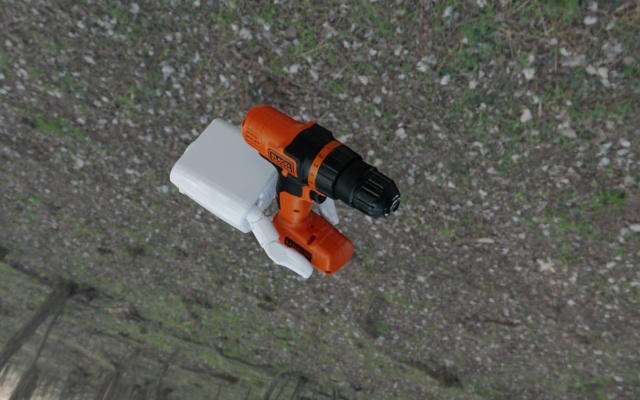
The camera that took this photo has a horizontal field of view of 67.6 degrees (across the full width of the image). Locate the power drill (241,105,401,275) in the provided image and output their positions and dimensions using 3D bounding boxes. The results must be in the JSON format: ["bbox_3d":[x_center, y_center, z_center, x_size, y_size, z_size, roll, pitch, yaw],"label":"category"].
[{"bbox_3d":[0.000,0.002,0.517,0.184,0.188,0.057,35,59,25],"label":"power drill"}]
